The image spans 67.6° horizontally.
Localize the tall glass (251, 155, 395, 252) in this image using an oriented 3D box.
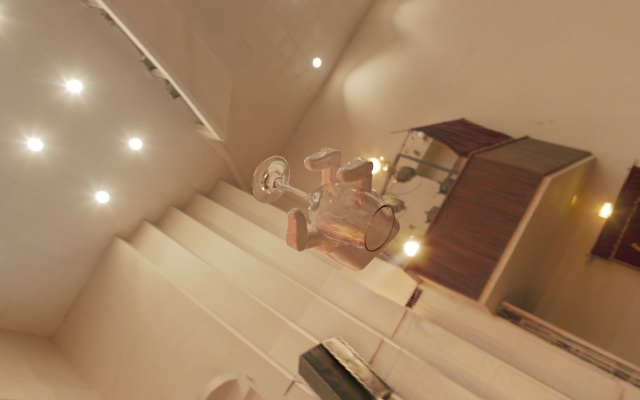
[{"bbox_3d":[-0.001,0.002,0.642,0.201,0.079,0.079,24,15,37],"label":"tall glass"}]
